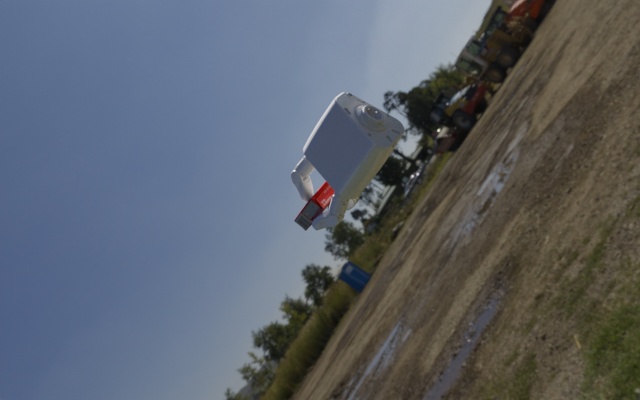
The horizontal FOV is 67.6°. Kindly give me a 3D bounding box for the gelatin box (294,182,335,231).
[{"bbox_3d":[0.000,0.002,0.795,0.073,0.030,0.089,-48,-2,-35],"label":"gelatin box"}]
